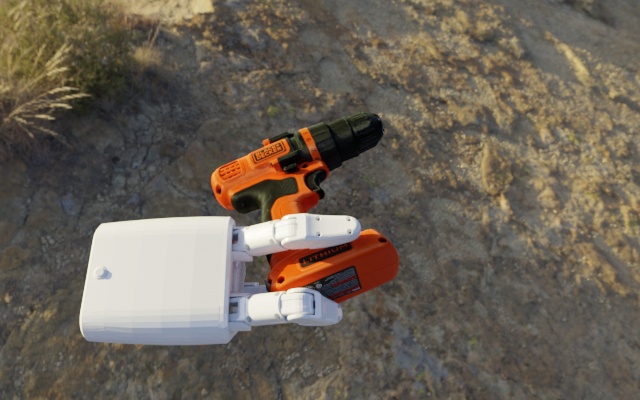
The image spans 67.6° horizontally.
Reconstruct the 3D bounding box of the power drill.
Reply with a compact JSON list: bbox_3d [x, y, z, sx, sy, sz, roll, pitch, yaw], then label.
[{"bbox_3d":[0.000,0.002,0.440,0.184,0.057,0.187,-24,45,-1],"label":"power drill"}]
